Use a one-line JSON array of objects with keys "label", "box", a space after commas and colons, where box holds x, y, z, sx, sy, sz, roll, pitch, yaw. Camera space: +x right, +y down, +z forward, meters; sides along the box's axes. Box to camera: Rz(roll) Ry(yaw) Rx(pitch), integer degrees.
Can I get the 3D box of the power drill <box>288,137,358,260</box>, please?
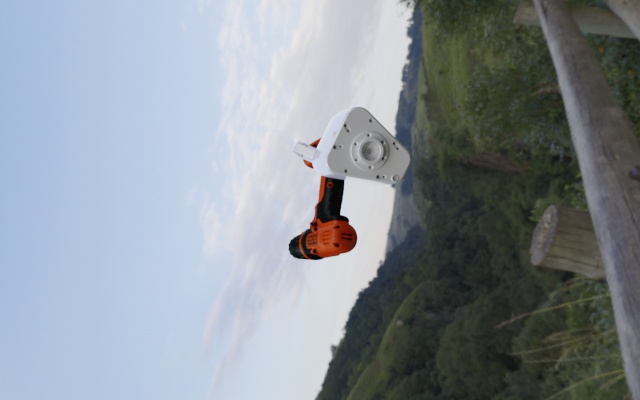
[{"label": "power drill", "box": [0.000, 0.002, 0.773, 0.057, 0.187, 0.184, 7, -13, -28]}]
